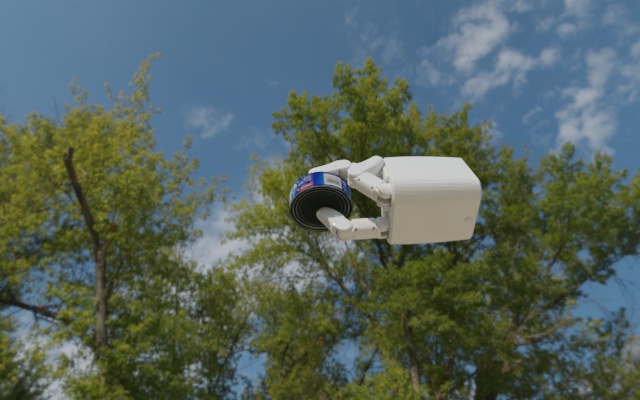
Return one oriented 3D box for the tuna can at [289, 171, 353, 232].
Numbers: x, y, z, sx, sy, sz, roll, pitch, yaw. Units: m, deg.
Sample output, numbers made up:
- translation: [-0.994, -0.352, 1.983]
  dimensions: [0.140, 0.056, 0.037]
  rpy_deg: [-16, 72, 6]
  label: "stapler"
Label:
- translation: [0.000, 0.002, 0.650]
  dimensions: [0.086, 0.086, 0.033]
  rpy_deg: [0, 43, -4]
  label: "tuna can"
